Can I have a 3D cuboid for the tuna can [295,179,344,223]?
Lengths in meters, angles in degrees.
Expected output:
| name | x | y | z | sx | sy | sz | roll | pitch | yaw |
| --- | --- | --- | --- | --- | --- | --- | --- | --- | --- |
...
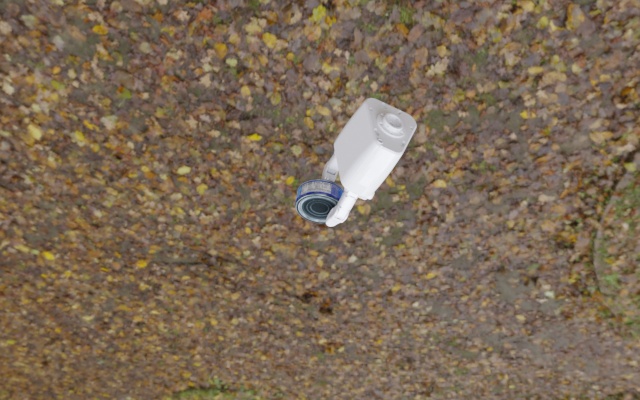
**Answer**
| name | x | y | z | sx | sy | sz | roll | pitch | yaw |
| --- | --- | --- | --- | --- | --- | --- | --- | --- | --- |
| tuna can | 0.000 | 0.003 | 0.821 | 0.086 | 0.033 | 0.086 | 5 | -37 | 4 |
